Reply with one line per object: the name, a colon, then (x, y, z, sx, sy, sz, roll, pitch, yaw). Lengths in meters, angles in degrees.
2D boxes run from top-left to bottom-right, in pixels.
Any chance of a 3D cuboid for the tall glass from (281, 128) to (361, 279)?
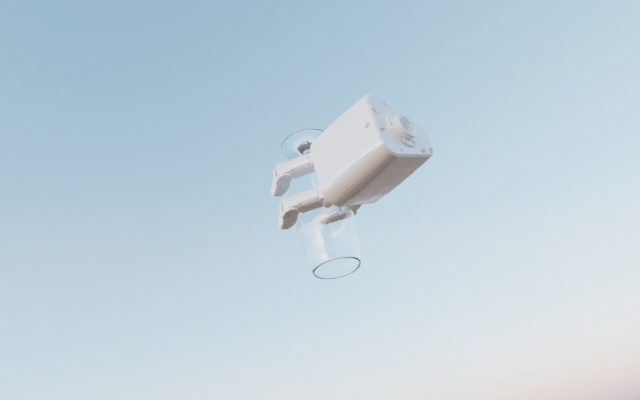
tall glass: (0.000, 0.002, 0.644, 0.079, 0.201, 0.079, -10, -31, -6)
